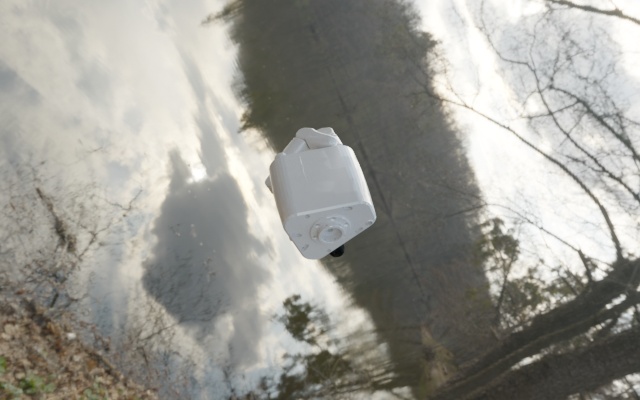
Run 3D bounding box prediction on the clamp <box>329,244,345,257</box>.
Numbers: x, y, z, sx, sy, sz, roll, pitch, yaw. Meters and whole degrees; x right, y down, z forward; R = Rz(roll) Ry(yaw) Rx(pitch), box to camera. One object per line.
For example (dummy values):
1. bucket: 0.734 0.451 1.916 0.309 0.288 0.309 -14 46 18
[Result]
1. clamp: 0.001 0.002 0.718 0.039 0.120 0.172 -23 -45 5
